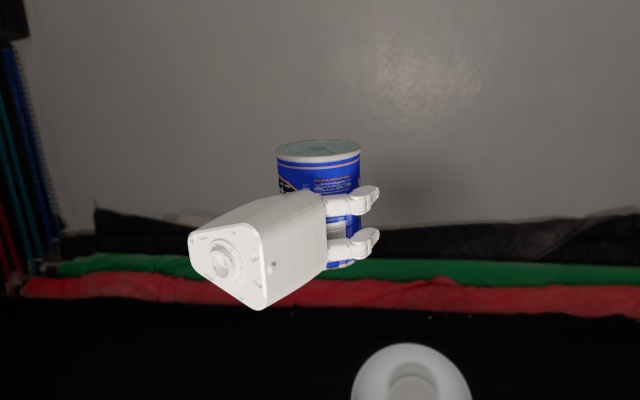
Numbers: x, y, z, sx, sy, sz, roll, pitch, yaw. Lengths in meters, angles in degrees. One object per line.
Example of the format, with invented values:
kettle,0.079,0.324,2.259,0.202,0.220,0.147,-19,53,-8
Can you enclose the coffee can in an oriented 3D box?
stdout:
coffee can,0.000,0.002,0.596,0.103,0.140,0.102,-3,18,1
